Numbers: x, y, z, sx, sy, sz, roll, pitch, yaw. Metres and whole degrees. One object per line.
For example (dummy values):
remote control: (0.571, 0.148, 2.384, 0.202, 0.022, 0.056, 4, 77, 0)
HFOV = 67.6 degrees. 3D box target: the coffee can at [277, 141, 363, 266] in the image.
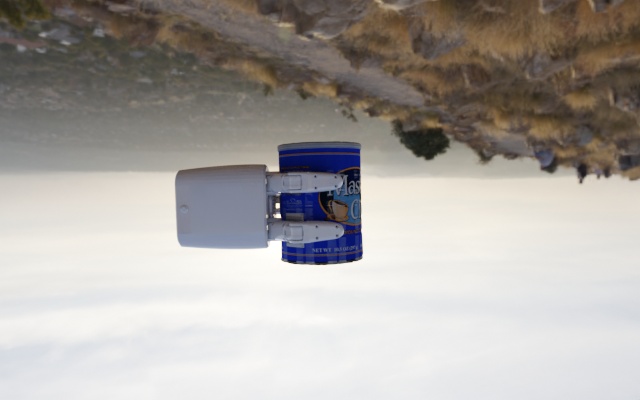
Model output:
coffee can: (0.000, 0.002, 0.587, 0.103, 0.140, 0.103, -1, 2, 0)
